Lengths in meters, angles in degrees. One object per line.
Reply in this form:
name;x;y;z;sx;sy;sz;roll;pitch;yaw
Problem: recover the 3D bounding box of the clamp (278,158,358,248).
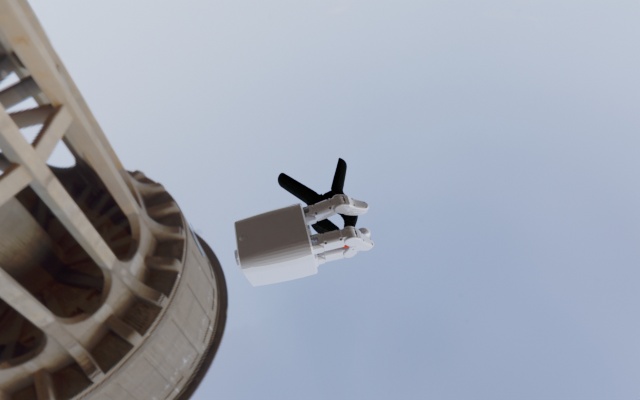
clamp;0.000;0.003;0.762;0.120;0.171;0.039;-13;-41;-3
